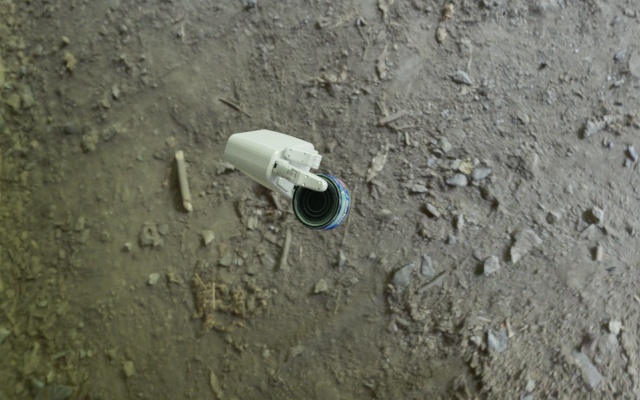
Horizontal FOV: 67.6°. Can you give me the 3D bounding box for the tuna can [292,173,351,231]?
[{"bbox_3d":[0.000,0.002,0.723,0.086,0.086,0.034,0,-5,28],"label":"tuna can"}]
